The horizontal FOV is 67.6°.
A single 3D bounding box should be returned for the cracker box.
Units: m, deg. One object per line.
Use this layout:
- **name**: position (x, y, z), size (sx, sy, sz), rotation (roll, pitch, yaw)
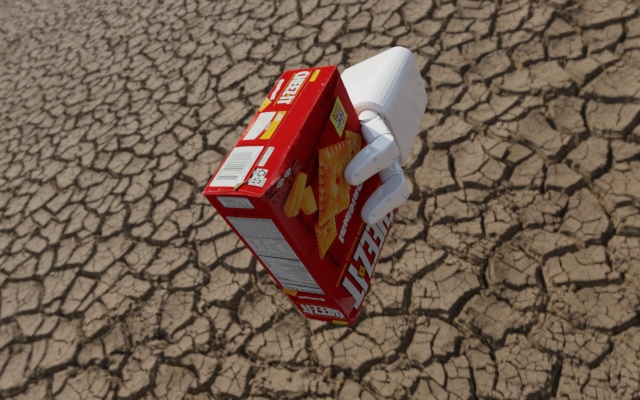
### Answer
- **cracker box**: position (0.000, 0.001, 0.484), size (0.072, 0.164, 0.214), rotation (3, -39, 33)
